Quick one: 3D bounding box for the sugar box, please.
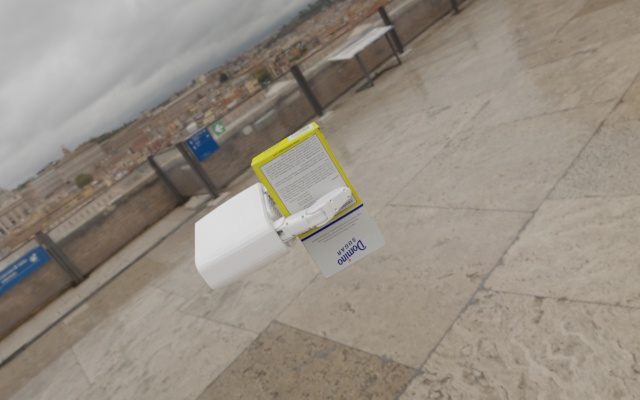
[{"bbox_3d":[0.000,0.002,0.598,0.093,0.176,0.048,-30,19,5],"label":"sugar box"}]
